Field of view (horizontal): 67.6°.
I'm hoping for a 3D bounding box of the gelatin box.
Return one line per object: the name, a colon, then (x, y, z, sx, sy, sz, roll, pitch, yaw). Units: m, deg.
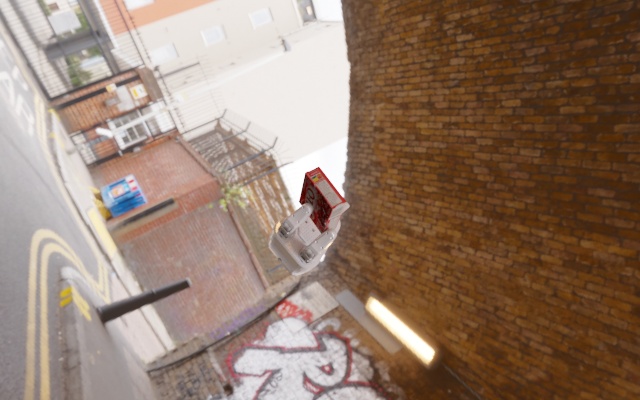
gelatin box: (0.001, 0.002, 0.733, 0.030, 0.073, 0.089, -27, -22, -24)
